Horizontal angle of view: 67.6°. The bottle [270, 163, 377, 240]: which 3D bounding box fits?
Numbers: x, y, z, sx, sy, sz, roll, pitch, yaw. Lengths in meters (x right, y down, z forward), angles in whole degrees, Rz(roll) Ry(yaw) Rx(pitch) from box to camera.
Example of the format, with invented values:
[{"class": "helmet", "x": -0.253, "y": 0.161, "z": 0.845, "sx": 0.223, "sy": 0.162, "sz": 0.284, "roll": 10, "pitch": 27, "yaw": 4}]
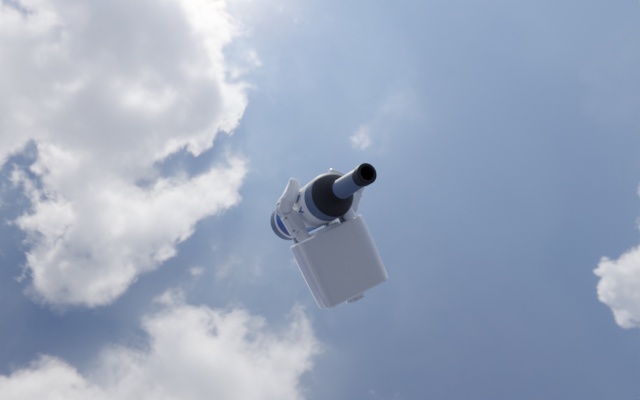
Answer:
[{"class": "bottle", "x": 0.000, "y": 0.002, "z": 0.717, "sx": 0.069, "sy": 0.069, "sz": 0.296, "roll": 0, "pitch": -14, "yaw": -24}]
